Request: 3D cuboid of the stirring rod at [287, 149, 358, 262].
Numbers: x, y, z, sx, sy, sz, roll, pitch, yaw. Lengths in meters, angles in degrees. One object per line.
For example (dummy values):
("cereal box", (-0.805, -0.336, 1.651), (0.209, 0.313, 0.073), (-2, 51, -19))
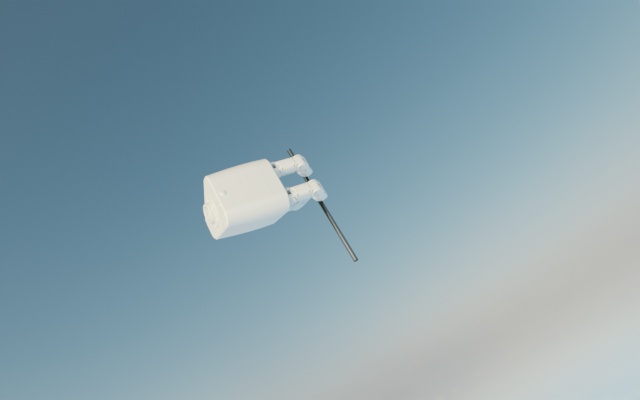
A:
("stirring rod", (0.000, 0.003, 0.817), (0.011, 0.239, 0.011), (-26, -24, -13))
